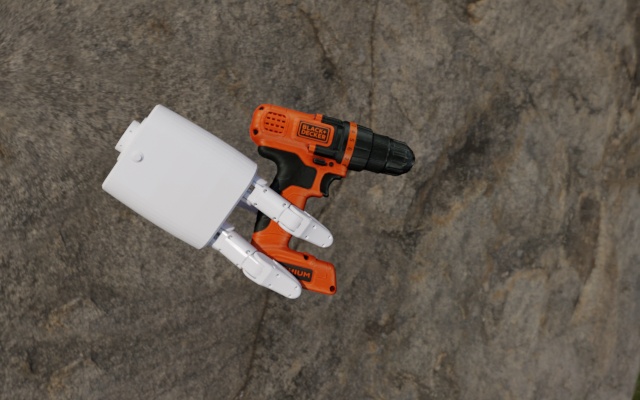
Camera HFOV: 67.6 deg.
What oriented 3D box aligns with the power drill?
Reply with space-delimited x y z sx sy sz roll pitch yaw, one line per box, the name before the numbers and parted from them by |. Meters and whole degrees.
power drill | 0.000 0.002 0.516 0.184 0.187 0.057 14 -8 -6
